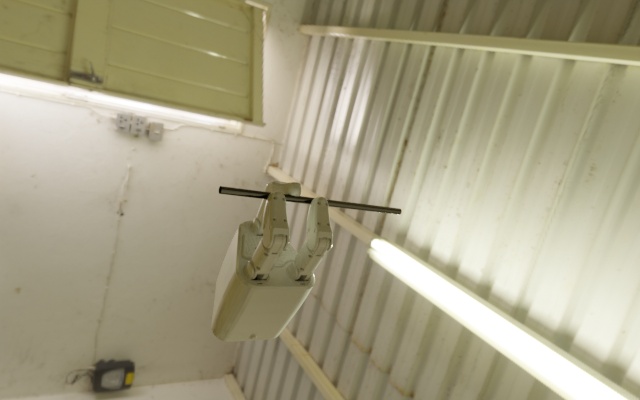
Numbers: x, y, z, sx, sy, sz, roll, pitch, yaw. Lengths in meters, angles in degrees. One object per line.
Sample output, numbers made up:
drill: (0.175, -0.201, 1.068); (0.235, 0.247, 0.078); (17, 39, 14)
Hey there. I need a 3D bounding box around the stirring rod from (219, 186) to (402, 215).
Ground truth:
stirring rod: (0.000, 0.002, 0.543); (0.239, 0.011, 0.011); (7, -4, -33)
